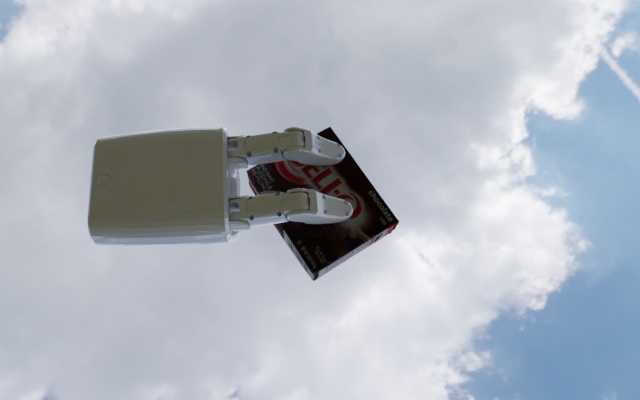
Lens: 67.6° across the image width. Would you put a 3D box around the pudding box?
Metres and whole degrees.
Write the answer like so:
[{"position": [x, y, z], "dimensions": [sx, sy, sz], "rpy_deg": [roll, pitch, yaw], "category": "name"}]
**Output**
[{"position": [0.000, 0.001, 0.428], "dimensions": [0.090, 0.113, 0.039], "rpy_deg": [-30, -14, -15], "category": "pudding box"}]
